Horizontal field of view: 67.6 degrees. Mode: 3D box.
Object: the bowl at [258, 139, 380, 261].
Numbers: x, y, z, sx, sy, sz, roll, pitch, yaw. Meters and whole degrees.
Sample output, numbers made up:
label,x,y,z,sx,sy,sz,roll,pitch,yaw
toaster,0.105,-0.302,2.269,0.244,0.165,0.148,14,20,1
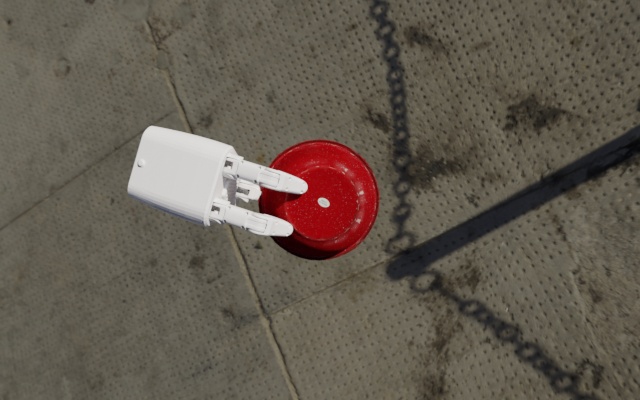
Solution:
label,x,y,z,sx,sy,sz,roll,pitch,yaw
bowl,0.001,0.002,0.609,0.162,0.162,0.055,0,4,-4
